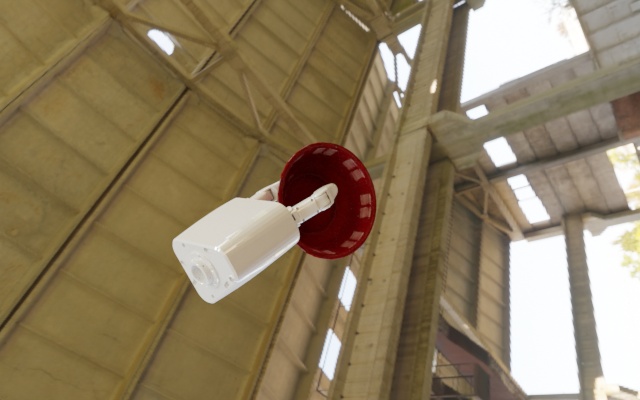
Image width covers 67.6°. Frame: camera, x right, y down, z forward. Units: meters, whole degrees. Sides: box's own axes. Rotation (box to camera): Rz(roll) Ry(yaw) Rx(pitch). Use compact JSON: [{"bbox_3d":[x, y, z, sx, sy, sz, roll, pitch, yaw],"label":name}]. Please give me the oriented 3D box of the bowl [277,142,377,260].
[{"bbox_3d":[0.001,0.002,0.675,0.162,0.162,0.055,0,-6,-32],"label":"bowl"}]
